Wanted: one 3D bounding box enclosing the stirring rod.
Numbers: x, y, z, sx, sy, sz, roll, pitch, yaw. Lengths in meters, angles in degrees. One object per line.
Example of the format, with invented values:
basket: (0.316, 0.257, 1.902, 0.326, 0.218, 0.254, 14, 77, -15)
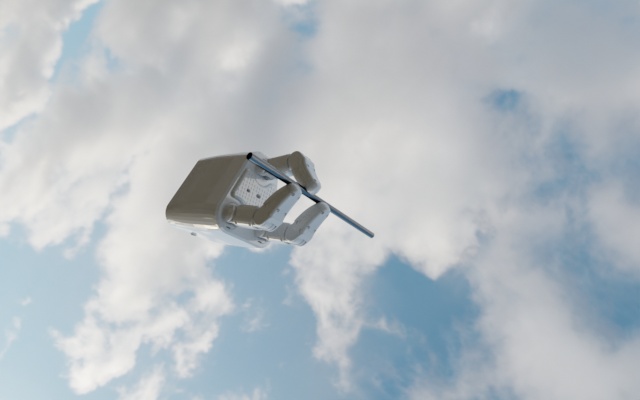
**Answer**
stirring rod: (0.000, 0.002, 0.545, 0.011, 0.011, 0.240, 0, -22, 38)
